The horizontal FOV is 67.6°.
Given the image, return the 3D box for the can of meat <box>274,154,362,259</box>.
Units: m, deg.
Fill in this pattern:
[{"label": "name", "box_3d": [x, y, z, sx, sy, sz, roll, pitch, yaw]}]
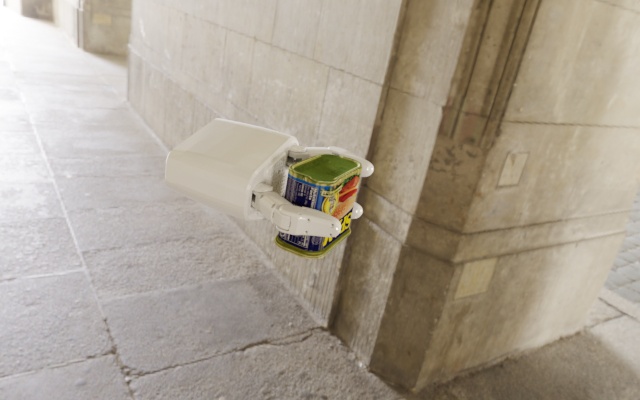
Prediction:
[{"label": "can of meat", "box_3d": [0.000, 0.001, 0.506, 0.057, 0.084, 0.102, 20, 24, 21]}]
